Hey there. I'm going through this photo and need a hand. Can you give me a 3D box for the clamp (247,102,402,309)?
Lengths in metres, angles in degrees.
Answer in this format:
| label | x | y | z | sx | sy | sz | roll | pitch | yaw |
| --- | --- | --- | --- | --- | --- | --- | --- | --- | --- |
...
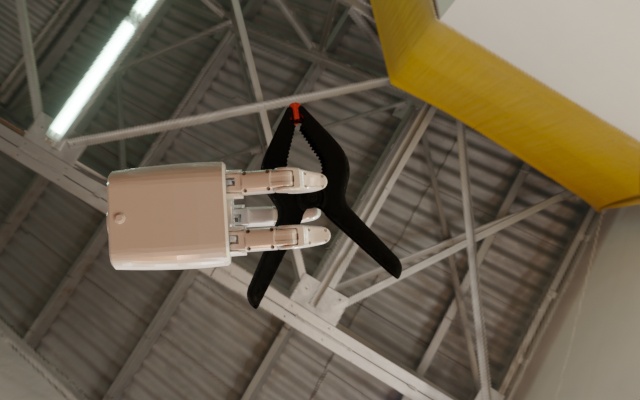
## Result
| label | x | y | z | sx | sy | sz | roll | pitch | yaw |
| --- | --- | --- | --- | --- | --- | --- | --- | --- | --- |
| clamp | 0.000 | 0.001 | 0.506 | 0.164 | 0.210 | 0.036 | -3 | -5 | -10 |
